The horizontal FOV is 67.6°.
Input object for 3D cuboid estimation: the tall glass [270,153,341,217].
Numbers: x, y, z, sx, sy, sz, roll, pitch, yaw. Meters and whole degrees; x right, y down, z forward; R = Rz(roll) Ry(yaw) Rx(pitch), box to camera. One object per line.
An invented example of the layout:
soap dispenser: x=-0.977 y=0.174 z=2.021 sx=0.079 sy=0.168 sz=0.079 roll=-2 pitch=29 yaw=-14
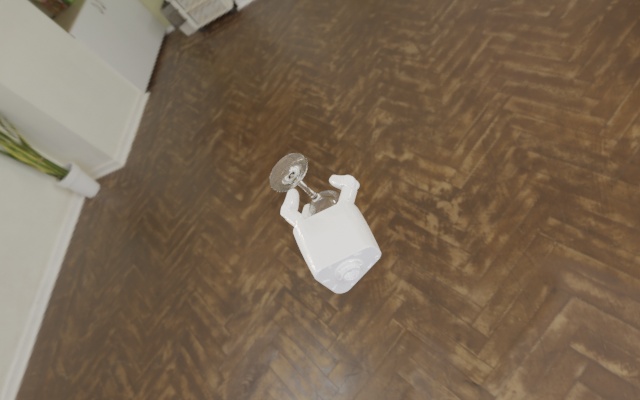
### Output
tall glass: x=0.000 y=0.002 z=0.840 sx=0.079 sy=0.079 sz=0.201 roll=0 pitch=-29 yaw=37
